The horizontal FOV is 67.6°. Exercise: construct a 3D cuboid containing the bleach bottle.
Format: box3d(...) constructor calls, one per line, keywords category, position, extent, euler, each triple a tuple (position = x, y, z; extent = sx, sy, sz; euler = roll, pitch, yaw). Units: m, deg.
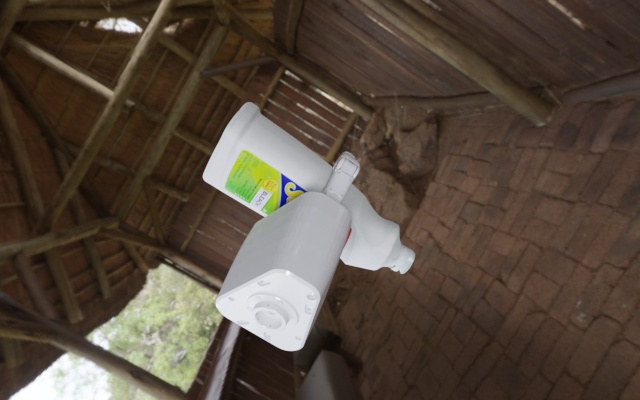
box3d(category="bleach bottle", position=(0.000, 0.002, 0.533), extent=(0.251, 0.068, 0.103), euler=(32, -49, -7))
